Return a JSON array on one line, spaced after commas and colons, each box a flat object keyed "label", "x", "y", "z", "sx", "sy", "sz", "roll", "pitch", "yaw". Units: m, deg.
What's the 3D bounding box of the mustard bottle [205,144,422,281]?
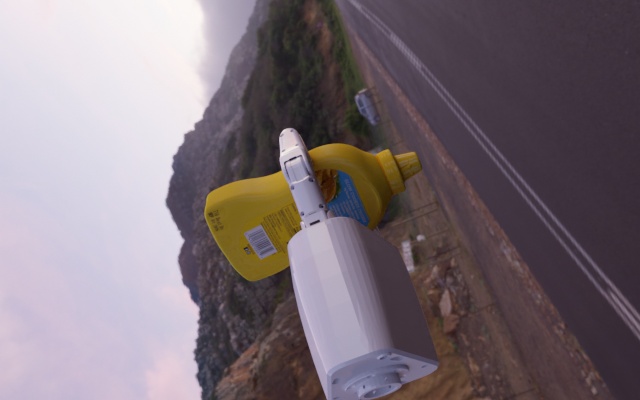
[{"label": "mustard bottle", "x": 0.000, "y": 0.001, "z": 0.436, "sx": 0.191, "sy": 0.096, "sz": 0.058, "roll": -22, "pitch": 30, "yaw": 6}]
